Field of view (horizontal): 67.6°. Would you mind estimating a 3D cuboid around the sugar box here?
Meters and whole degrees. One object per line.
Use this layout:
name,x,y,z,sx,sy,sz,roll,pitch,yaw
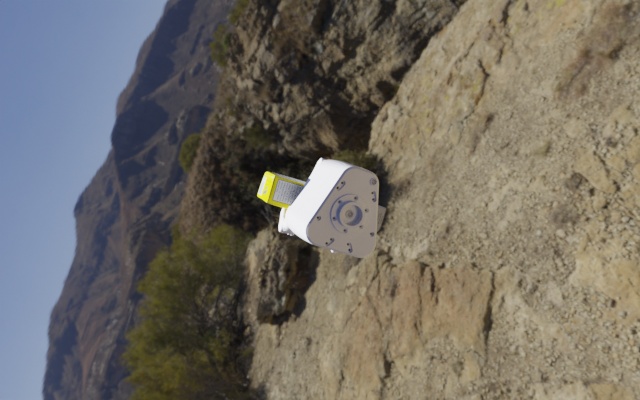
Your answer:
sugar box,0.000,0.003,0.719,0.176,0.048,0.093,18,2,-17
